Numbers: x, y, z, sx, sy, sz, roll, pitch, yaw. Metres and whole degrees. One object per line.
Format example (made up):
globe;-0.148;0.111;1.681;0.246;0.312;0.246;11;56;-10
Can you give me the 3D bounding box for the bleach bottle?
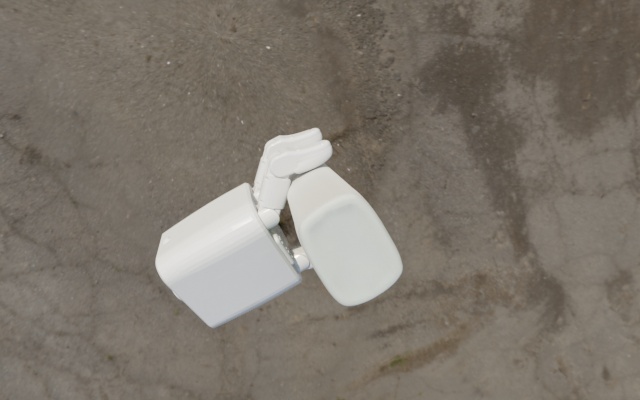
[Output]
bleach bottle;0.000;0.002;0.498;0.068;0.103;0.250;-31;22;-1
